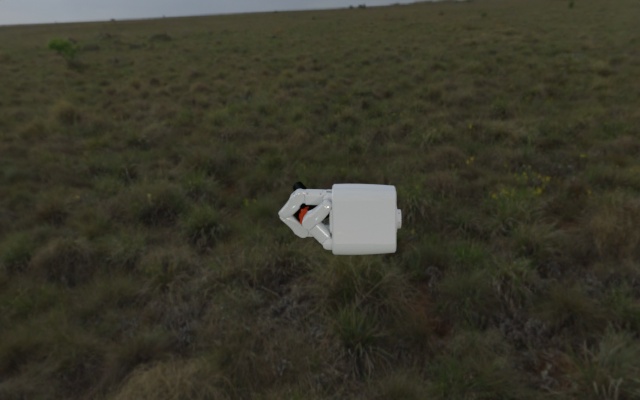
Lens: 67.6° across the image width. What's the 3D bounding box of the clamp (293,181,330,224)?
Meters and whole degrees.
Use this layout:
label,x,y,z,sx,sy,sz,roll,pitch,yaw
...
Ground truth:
label,x,y,z,sx,sy,sz,roll,pitch,yaw
clamp,0.000,0.002,0.885,0.120,0.039,0.171,0,22,5
